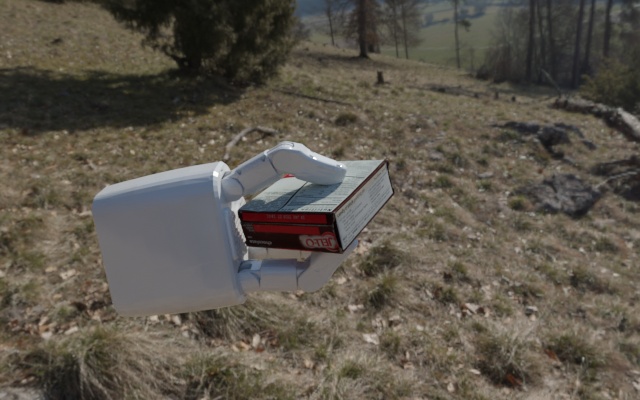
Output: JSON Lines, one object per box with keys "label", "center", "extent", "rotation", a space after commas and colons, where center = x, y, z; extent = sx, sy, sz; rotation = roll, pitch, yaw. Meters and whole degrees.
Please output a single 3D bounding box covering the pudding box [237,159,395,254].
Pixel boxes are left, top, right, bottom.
{"label": "pudding box", "center": [0.000, 0.001, 0.401], "extent": [0.090, 0.039, 0.113], "rotation": [2, 27, 31]}
